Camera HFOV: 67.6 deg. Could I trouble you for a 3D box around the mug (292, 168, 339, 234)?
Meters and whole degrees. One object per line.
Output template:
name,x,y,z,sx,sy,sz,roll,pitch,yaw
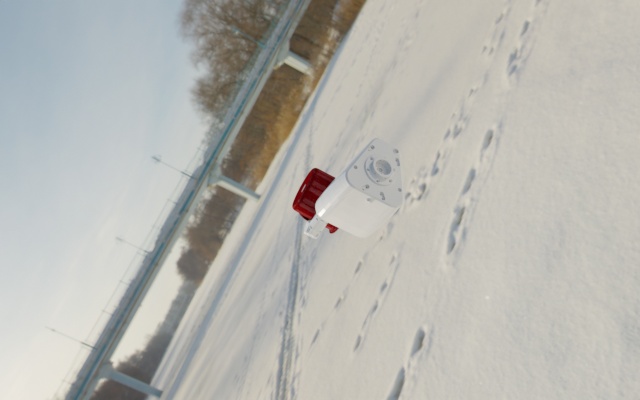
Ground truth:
mug,-0.001,0.003,0.819,0.081,0.093,0.117,29,-37,-10
